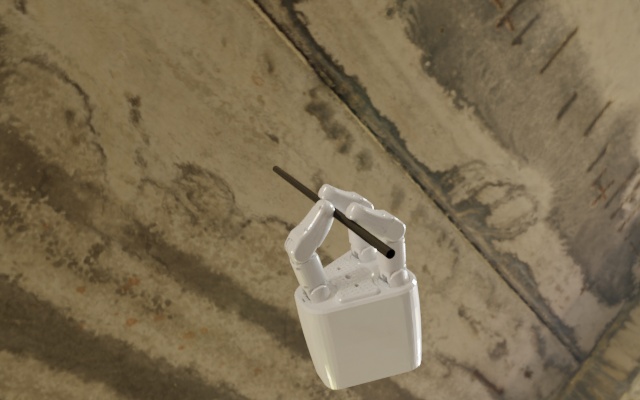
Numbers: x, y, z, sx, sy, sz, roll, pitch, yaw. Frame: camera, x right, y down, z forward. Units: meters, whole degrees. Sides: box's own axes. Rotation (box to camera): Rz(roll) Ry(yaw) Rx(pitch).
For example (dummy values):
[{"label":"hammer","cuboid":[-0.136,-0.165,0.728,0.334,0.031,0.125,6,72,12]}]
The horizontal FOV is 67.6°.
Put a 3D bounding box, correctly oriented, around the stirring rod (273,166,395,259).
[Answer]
[{"label":"stirring rod","cuboid":[0.000,0.002,0.456,0.011,0.011,0.239,0,19,-27]}]
